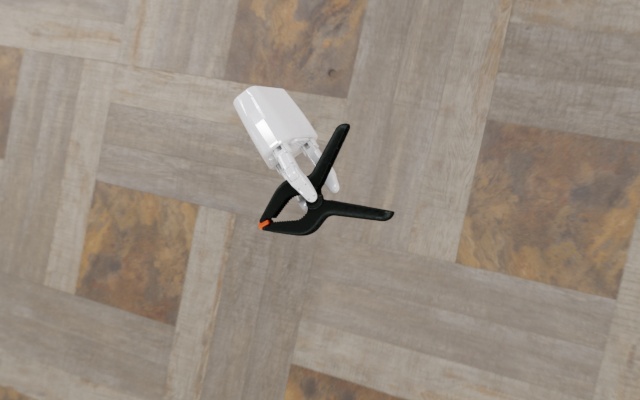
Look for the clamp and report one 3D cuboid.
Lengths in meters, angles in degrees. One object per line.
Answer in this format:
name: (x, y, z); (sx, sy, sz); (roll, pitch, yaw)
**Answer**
clamp: (-0.001, 0.003, 0.747); (0.210, 0.164, 0.036); (-35, -12, 12)
